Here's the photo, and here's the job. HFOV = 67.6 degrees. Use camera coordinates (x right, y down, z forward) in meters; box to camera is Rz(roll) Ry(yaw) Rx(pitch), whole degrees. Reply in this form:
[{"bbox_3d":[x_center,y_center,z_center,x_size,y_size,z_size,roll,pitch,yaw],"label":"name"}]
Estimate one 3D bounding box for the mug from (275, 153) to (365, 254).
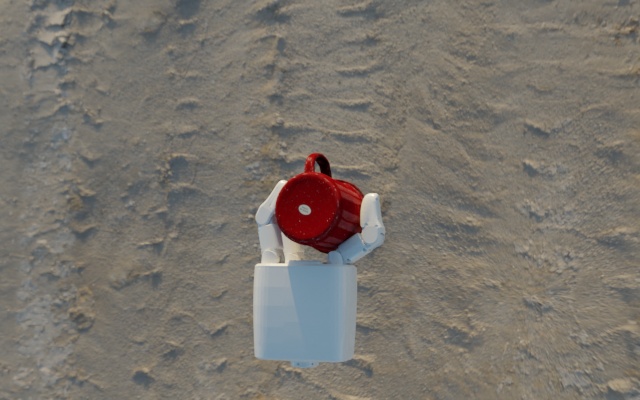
[{"bbox_3d":[0.000,0.000,0.553,0.093,0.117,0.081,-5,-11,23],"label":"mug"}]
